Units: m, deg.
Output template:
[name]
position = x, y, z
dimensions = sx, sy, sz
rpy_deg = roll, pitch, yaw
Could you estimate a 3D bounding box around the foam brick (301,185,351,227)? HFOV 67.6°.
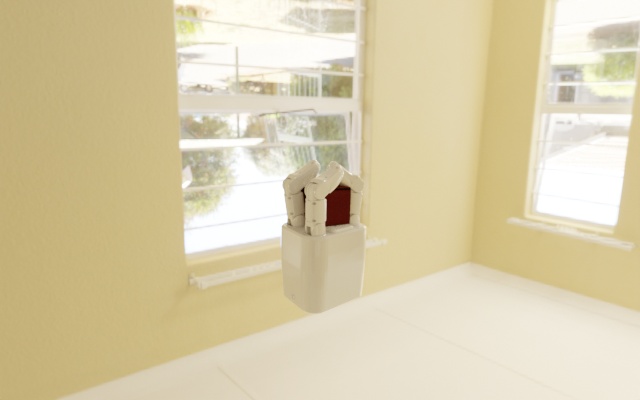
[foam brick]
position = 0.000, 0.002, 0.668
dimensions = 0.053, 0.051, 0.078
rpy_deg = -5, 12, -28
